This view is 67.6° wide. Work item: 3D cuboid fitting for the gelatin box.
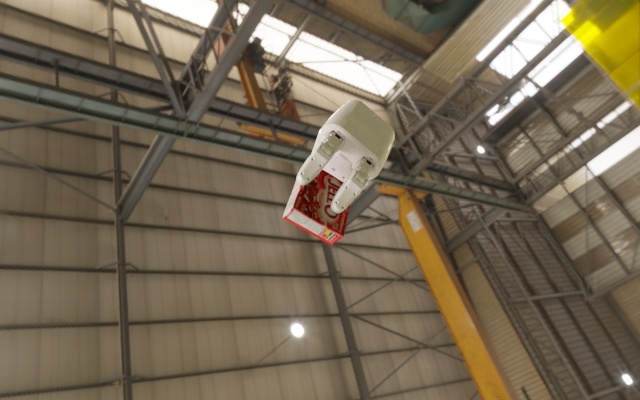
[{"bbox_3d":[0.000,0.002,0.601,0.073,0.089,0.030,31,-45,-15],"label":"gelatin box"}]
